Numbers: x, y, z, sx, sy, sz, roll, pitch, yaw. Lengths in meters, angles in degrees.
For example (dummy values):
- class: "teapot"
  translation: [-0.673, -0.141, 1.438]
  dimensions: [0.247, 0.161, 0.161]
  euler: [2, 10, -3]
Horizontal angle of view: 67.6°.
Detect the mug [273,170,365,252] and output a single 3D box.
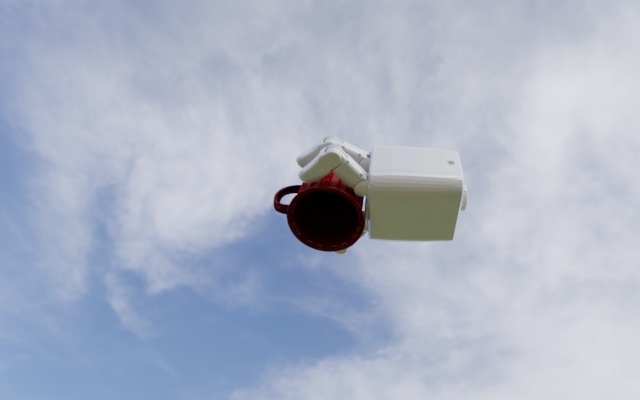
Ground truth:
- class: "mug"
  translation: [-0.001, 0.002, 0.595]
  dimensions: [0.117, 0.093, 0.081]
  euler: [3, 33, 9]
